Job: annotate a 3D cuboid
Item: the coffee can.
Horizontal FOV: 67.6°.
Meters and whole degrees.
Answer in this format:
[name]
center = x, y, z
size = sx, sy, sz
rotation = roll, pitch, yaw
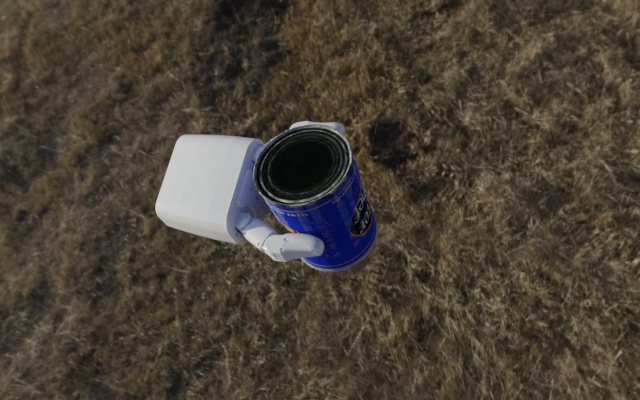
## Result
[coffee can]
center = 0.000, 0.002, 0.523
size = 0.103, 0.102, 0.140
rotation = 0, -34, 19
